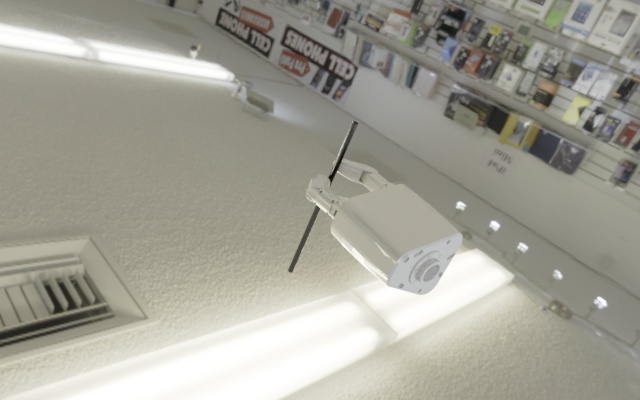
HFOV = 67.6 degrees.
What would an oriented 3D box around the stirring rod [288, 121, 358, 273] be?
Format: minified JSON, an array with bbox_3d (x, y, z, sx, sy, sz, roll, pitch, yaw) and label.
[{"bbox_3d":[0.000,0.002,0.653,0.011,0.240,0.011,20,23,-9],"label":"stirring rod"}]
